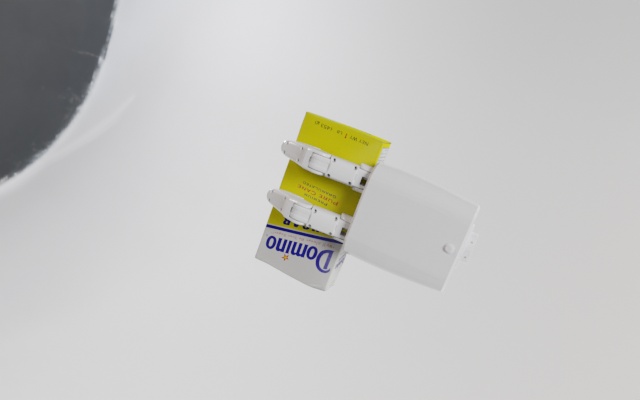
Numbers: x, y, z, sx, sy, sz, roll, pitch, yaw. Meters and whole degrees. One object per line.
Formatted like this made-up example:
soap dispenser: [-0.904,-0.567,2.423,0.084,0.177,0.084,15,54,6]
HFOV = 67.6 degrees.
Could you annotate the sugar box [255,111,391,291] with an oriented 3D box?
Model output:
sugar box: [0.000,0.002,0.524,0.093,0.176,0.048,24,11,17]
